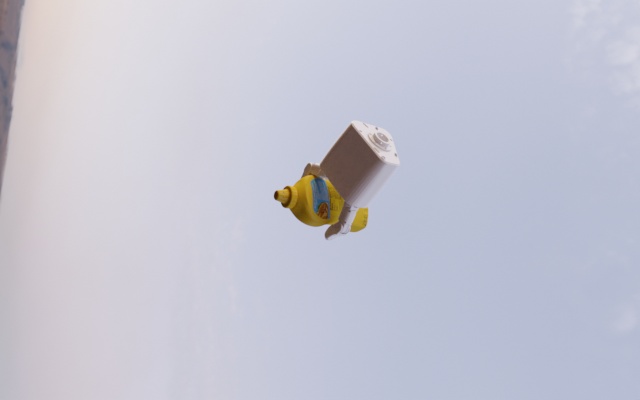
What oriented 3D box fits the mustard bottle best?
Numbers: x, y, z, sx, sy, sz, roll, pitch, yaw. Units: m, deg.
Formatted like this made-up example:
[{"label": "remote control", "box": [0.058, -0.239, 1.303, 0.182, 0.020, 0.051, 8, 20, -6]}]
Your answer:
[{"label": "mustard bottle", "box": [0.000, 0.003, 0.888, 0.191, 0.096, 0.058, 9, -25, -35]}]
